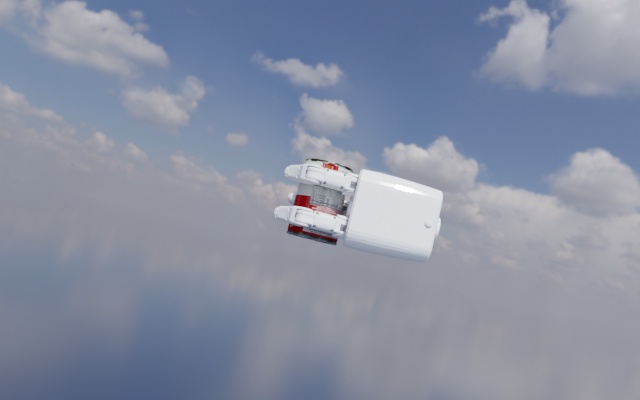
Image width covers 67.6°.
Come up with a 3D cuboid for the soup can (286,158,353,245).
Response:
[{"bbox_3d":[0.000,0.002,0.632,0.068,0.102,0.068,14,-6,1],"label":"soup can"}]
